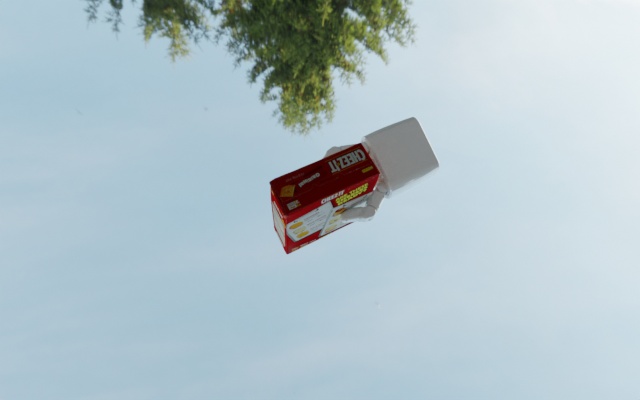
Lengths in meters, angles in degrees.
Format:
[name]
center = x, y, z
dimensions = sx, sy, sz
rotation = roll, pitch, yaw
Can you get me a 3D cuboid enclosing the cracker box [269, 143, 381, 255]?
[cracker box]
center = 0.000, 0.003, 0.819
dimensions = 0.164, 0.072, 0.214
rotation = -25, -18, -13
